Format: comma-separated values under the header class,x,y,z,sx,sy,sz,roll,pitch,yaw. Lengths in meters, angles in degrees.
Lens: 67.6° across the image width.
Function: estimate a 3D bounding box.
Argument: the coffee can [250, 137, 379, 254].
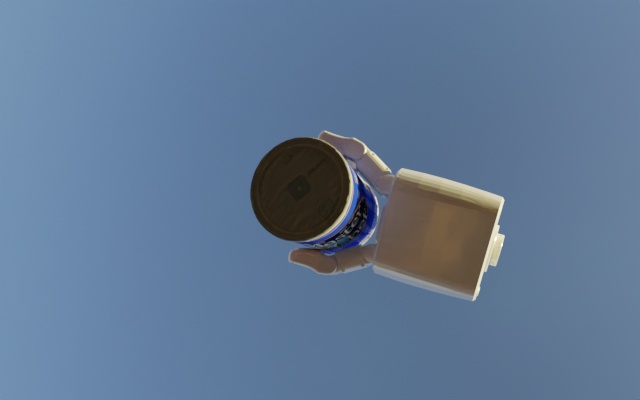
class,x,y,z,sx,sy,sz,roll,pitch,yaw
coffee can,0.000,0.002,0.519,0.103,0.102,0.140,0,-11,18
